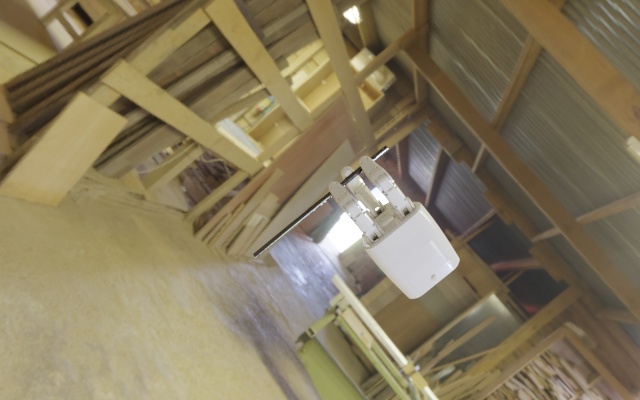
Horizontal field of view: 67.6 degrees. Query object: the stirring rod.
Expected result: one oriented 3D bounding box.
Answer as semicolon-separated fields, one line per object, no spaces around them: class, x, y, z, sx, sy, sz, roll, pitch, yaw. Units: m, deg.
stirring rod;0.000;0.002;0.671;0.239;0.011;0.011;-39;-2;2
